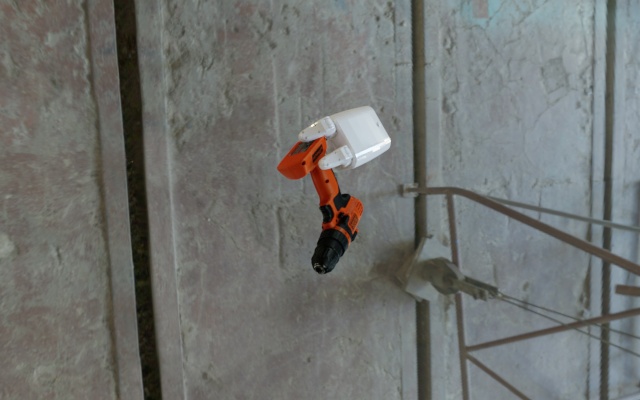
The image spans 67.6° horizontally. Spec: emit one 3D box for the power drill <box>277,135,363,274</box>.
[{"bbox_3d":[0.000,0.002,0.785,0.057,0.188,0.184,-11,29,28],"label":"power drill"}]
